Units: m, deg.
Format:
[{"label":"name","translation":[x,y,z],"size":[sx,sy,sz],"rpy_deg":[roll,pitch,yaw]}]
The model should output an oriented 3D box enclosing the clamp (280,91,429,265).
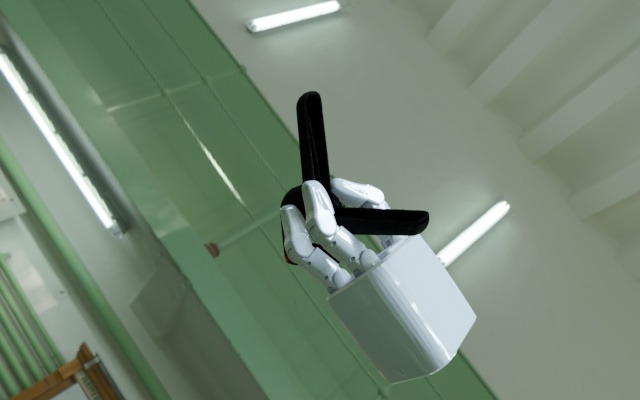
[{"label":"clamp","translation":[0.001,0.002,0.492],"size":[0.036,0.164,0.210],"rpy_deg":[-30,-10,-37]}]
